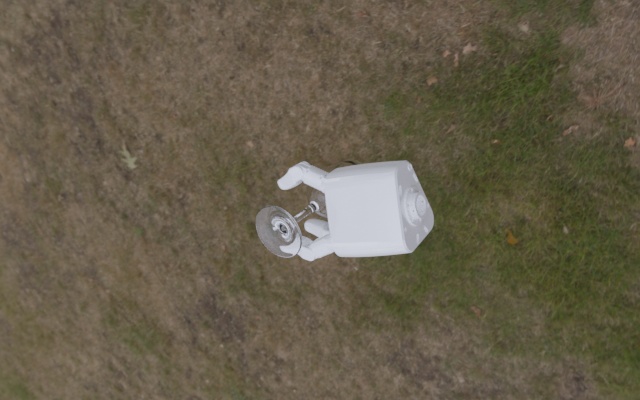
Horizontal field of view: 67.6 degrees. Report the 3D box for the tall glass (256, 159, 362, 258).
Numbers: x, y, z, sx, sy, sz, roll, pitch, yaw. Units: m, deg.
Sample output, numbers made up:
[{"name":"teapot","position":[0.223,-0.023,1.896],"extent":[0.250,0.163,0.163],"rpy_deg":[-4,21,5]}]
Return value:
[{"name":"tall glass","position":[0.000,0.002,0.687],"extent":[0.079,0.079,0.201],"rpy_deg":[0,23,36]}]
